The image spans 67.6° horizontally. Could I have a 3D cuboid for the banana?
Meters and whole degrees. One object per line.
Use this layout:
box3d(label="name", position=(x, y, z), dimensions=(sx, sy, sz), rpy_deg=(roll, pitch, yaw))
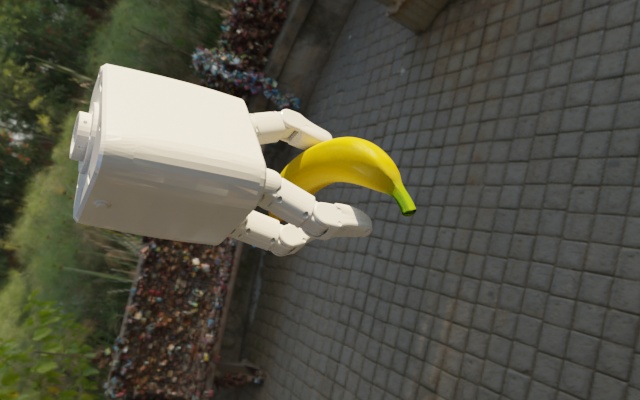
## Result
box3d(label="banana", position=(0.002, -0.017, 0.424), dimensions=(0.037, 0.069, 0.198), rpy_deg=(4, -6, -34))
